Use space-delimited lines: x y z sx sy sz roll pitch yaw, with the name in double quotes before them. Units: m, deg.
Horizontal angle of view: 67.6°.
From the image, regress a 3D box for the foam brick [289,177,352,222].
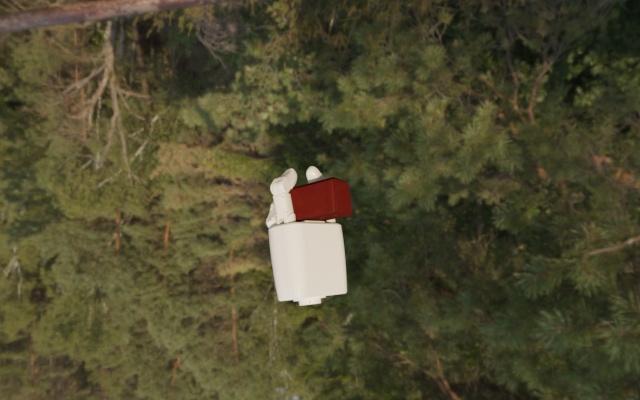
"foam brick" 0.000 0.002 0.701 0.078 0.051 0.053 -13 -14 28
